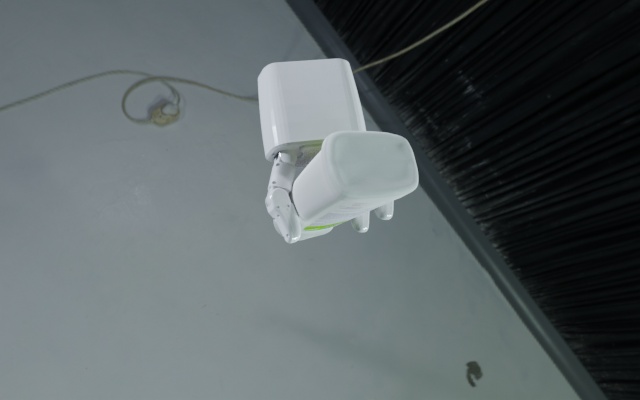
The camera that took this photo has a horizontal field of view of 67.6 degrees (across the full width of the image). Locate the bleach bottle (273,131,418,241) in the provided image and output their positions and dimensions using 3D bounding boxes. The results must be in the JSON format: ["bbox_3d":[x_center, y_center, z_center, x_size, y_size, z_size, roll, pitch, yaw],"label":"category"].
[{"bbox_3d":[0.000,0.002,0.548,0.102,0.068,0.251,-3,-16,-27],"label":"bleach bottle"}]
